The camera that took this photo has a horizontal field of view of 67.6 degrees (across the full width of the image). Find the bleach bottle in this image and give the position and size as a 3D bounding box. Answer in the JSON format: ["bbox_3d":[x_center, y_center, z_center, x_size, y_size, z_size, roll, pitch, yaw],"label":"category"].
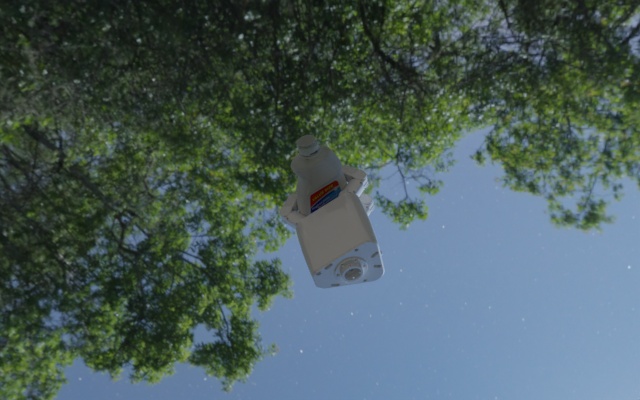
[{"bbox_3d":[0.000,0.003,0.791,0.102,0.251,0.068,-19,42,0],"label":"bleach bottle"}]
